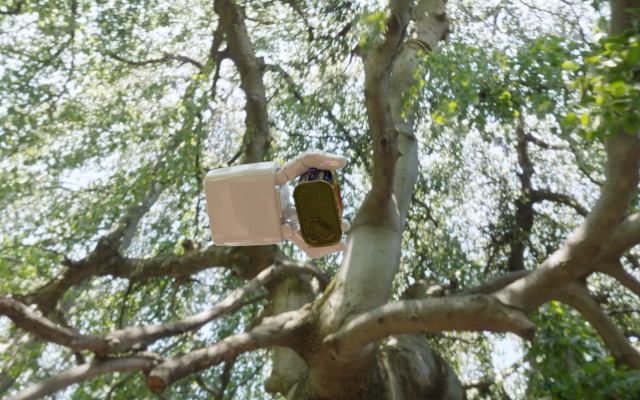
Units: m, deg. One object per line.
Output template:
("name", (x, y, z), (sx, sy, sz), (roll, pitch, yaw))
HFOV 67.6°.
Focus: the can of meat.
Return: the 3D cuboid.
("can of meat", (0.000, 0.002, 0.687), (0.057, 0.102, 0.084), (-8, 25, 10))
